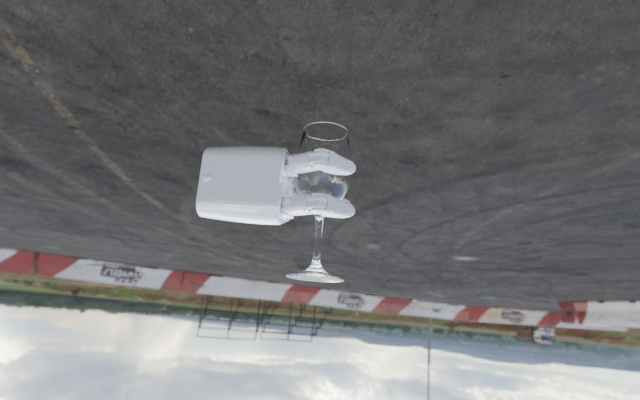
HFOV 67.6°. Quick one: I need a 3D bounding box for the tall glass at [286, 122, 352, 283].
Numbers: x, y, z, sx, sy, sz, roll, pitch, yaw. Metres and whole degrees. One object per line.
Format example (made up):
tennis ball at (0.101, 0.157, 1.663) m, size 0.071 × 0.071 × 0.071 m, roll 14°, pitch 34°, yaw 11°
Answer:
tall glass at (0.000, 0.003, 0.623) m, size 0.079 × 0.201 × 0.079 m, roll 4°, pitch -15°, yaw 1°
